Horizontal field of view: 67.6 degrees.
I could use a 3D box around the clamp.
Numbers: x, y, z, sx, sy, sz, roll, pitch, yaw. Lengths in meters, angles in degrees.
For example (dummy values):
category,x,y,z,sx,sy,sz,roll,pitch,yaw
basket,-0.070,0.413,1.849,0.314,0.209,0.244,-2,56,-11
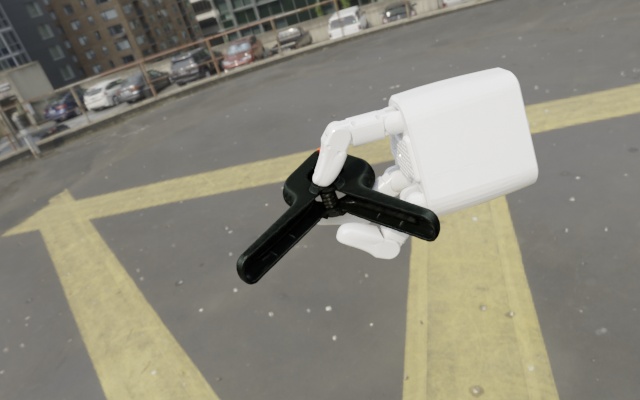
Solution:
category,x,y,z,sx,sy,sz,roll,pitch,yaw
clamp,0.000,0.000,0.454,0.164,0.036,0.210,-16,27,-2
